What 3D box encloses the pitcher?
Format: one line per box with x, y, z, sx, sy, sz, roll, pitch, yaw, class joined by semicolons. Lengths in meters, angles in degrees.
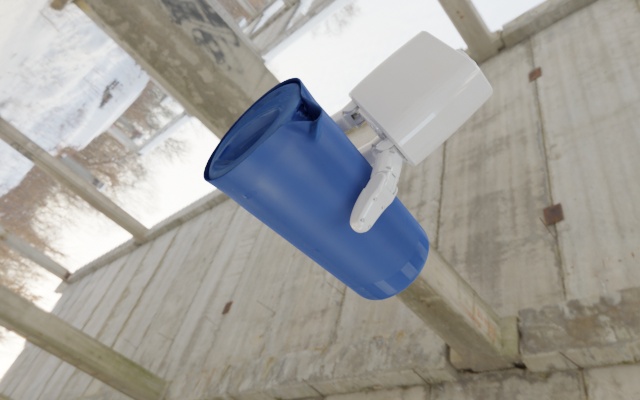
0.000;0.002;0.516;0.243;0.145;0.149;44;8;-26;pitcher
